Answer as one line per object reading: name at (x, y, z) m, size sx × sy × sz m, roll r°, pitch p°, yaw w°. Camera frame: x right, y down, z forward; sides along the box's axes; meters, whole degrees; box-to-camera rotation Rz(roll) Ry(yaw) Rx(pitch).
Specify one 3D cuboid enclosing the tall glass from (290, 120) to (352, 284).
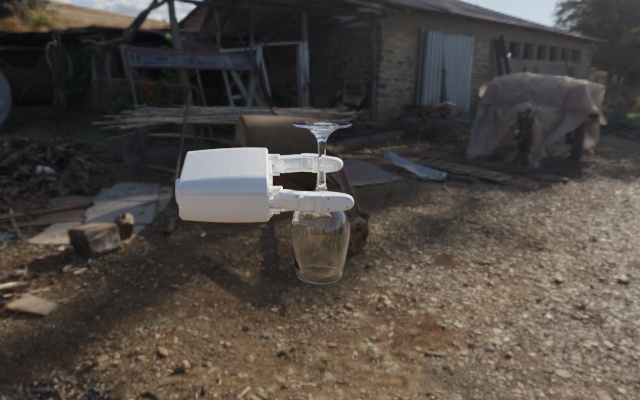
tall glass at (0.000, 0.001, 0.609) m, size 0.079 × 0.201 × 0.079 m, roll 1°, pitch 15°, yaw 0°
